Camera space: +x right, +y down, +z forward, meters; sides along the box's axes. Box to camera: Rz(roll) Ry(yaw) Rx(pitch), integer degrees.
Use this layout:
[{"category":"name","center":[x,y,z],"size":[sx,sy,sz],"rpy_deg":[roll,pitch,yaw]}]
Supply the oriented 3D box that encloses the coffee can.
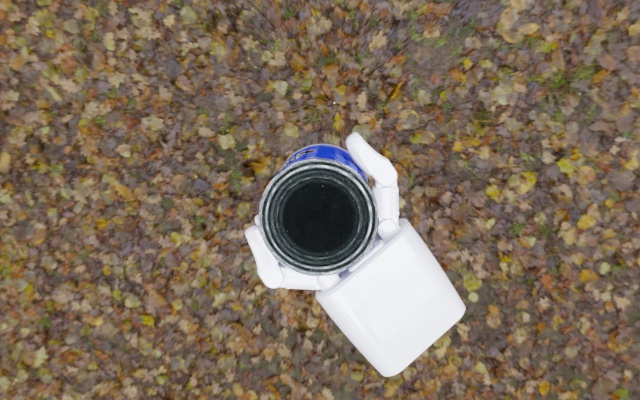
[{"category":"coffee can","center":[0.000,0.001,0.469],"size":[0.103,0.103,0.140],"rpy_deg":[0,12,2]}]
